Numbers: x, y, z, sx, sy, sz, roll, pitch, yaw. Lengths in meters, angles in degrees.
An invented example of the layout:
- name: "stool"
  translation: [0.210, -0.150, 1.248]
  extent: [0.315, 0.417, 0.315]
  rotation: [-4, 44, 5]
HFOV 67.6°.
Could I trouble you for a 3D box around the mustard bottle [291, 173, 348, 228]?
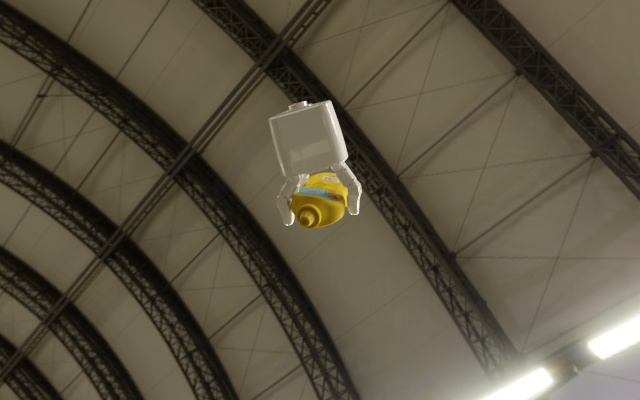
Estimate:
- name: "mustard bottle"
  translation: [0.000, 0.003, 0.862]
  extent: [0.096, 0.058, 0.191]
  rotation: [13, 22, 12]
